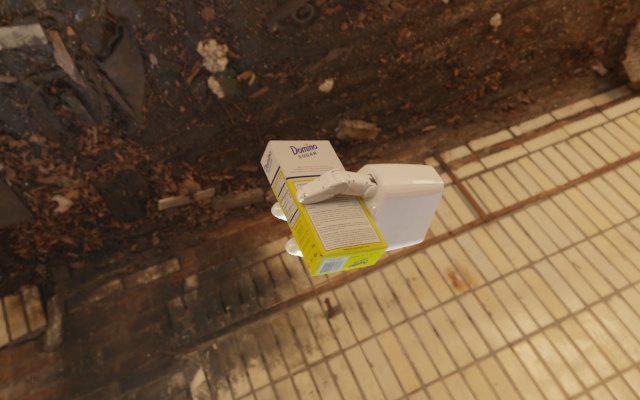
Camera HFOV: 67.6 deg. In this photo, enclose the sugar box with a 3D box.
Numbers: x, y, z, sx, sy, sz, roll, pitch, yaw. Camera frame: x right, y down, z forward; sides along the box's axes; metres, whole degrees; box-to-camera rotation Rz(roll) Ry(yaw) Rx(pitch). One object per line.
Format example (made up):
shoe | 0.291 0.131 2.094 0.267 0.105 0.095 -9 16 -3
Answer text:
sugar box | 0.000 0.002 0.585 0.093 0.176 0.048 -4 -40 -32
